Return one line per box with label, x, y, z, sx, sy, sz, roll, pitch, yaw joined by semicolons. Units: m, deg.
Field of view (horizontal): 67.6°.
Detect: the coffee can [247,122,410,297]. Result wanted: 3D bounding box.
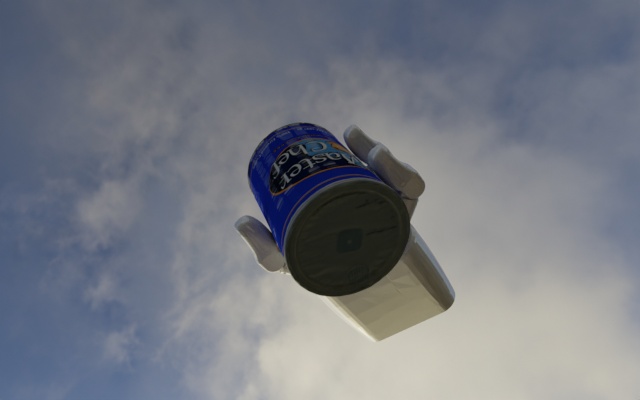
coffee can;0.000;0.001;0.419;0.103;0.103;0.140;0;26;-21
